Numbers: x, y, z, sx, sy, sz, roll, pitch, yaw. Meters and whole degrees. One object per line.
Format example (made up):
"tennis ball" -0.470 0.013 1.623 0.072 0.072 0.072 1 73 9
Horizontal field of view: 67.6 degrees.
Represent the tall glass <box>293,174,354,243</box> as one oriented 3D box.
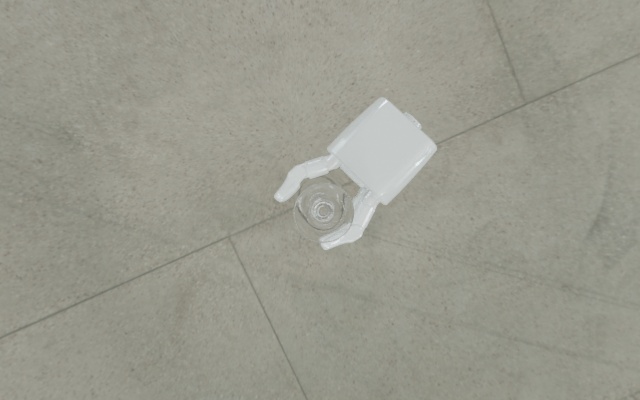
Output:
"tall glass" 0.000 0.002 0.680 0.079 0.079 0.201 0 7 -3
